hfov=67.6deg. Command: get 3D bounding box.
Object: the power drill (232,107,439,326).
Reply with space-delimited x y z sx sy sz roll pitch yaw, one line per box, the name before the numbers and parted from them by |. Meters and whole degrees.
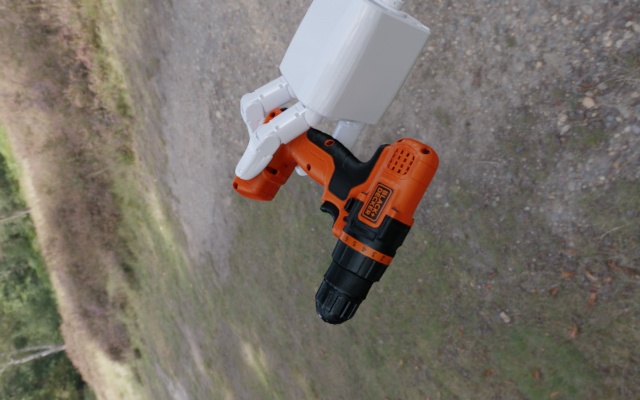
power drill | 0.000 0.001 0.471 0.187 0.184 0.057 31 3 31
